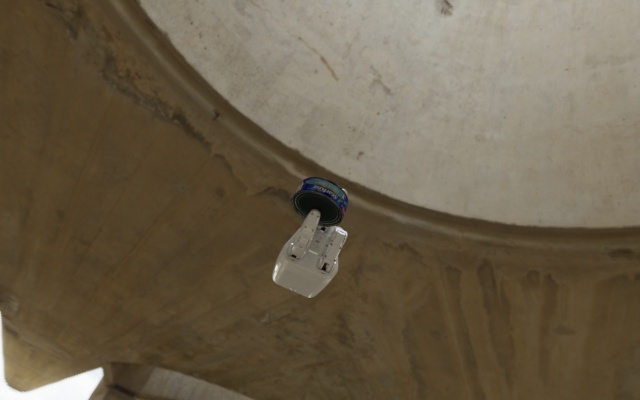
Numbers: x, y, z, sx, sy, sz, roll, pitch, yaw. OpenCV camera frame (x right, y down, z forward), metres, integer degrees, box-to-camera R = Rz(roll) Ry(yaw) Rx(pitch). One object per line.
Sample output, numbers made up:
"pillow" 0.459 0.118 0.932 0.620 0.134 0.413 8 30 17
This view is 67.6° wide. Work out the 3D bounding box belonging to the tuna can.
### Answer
"tuna can" 0.000 0.002 0.754 0.086 0.033 0.086 17 -34 12
